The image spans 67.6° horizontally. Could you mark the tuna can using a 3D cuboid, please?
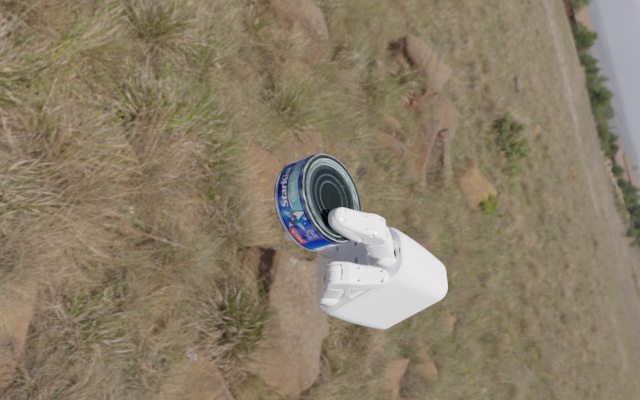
[{"bbox_3d":[0.000,0.001,0.435,0.034,0.086,0.086,-19,-12,37],"label":"tuna can"}]
